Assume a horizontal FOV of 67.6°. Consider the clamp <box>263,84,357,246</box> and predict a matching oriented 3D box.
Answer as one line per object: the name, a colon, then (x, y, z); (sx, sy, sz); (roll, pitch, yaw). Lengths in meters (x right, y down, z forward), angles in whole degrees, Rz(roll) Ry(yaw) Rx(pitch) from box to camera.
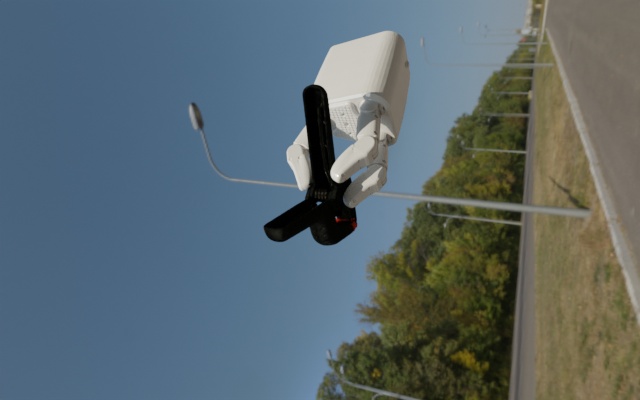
clamp: (0.000, 0.002, 0.528); (0.036, 0.164, 0.210); (8, -27, 22)
